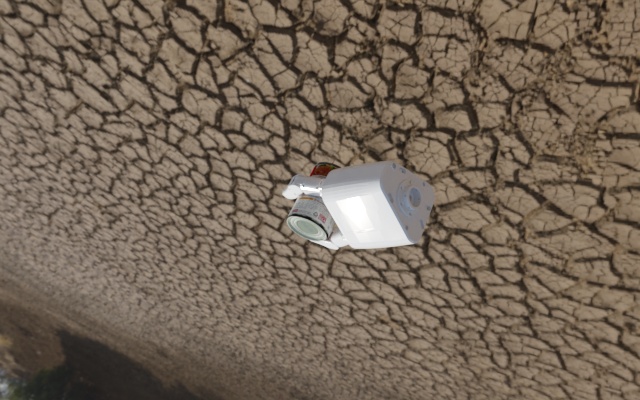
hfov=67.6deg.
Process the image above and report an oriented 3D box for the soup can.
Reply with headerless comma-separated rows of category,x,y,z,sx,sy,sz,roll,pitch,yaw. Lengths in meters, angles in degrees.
soup can,0.000,0.003,0.718,0.068,0.102,0.068,20,-28,12
